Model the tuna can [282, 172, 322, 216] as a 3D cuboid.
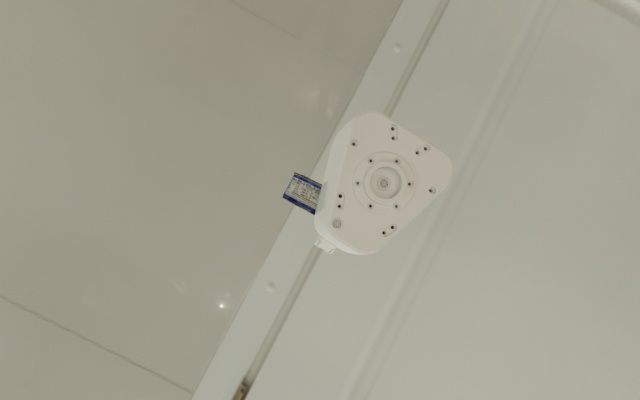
[{"bbox_3d":[0.000,0.002,0.551,0.086,0.034,0.086,28,-1,1],"label":"tuna can"}]
